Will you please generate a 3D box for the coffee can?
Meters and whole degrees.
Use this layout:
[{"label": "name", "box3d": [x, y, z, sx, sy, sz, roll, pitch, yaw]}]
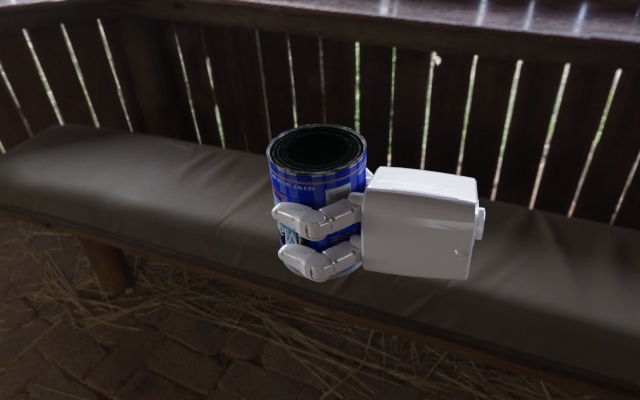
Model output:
[{"label": "coffee can", "box3d": [0.000, 0.002, 0.526, 0.103, 0.140, 0.102, -3, 36, 2]}]
